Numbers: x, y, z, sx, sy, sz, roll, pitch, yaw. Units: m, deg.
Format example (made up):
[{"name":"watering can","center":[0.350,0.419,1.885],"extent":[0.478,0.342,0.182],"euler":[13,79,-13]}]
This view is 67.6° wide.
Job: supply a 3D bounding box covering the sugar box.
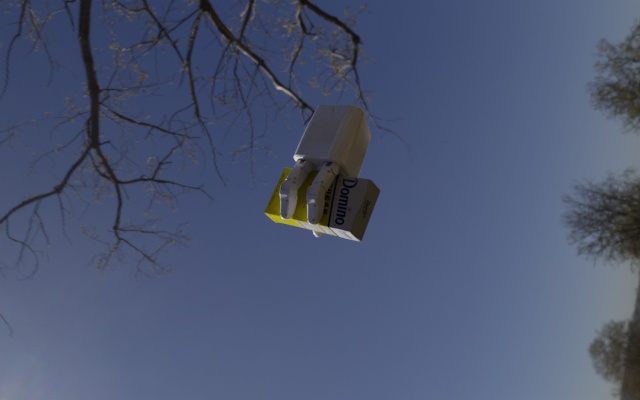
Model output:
[{"name":"sugar box","center":[0.000,0.002,0.778],"extent":[0.176,0.093,0.048],"euler":[9,-22,37]}]
